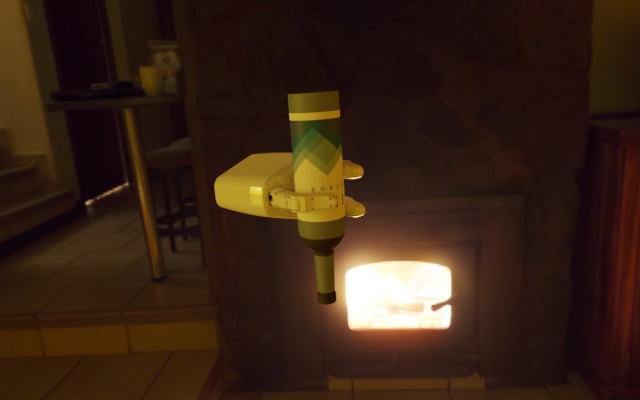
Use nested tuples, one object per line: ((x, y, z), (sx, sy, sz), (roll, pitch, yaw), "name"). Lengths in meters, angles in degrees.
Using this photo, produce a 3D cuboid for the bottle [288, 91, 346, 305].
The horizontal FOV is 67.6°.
((0.000, 0.002, 0.655), (0.069, 0.296, 0.069), (-4, 14, 1), "bottle")
